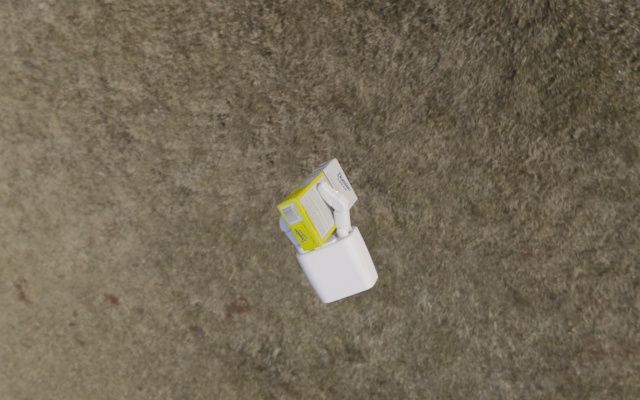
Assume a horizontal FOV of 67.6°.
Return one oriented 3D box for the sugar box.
[{"bbox_3d":[0.000,0.003,0.838,0.048,0.093,0.176,-21,15,31],"label":"sugar box"}]
